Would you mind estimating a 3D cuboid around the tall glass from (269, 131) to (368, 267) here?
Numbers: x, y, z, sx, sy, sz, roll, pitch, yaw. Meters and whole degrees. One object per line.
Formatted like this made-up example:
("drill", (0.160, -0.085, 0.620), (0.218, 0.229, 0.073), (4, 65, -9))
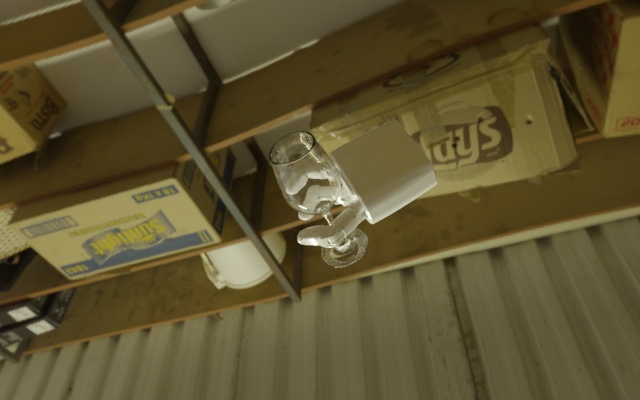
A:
("tall glass", (0.000, 0.003, 0.649), (0.079, 0.079, 0.201), (0, -42, 29))
